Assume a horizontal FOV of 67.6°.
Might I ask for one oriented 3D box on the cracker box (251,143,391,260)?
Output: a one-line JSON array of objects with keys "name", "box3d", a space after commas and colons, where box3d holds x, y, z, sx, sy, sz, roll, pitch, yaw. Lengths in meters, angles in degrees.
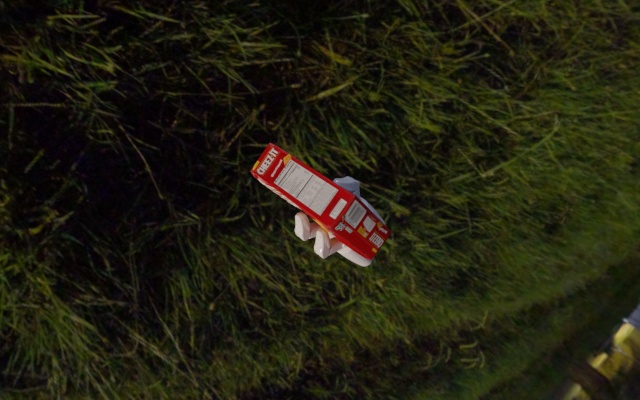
[{"name": "cracker box", "box3d": [0.000, 0.003, 0.831, 0.213, 0.072, 0.164, 34, -4, 37]}]
